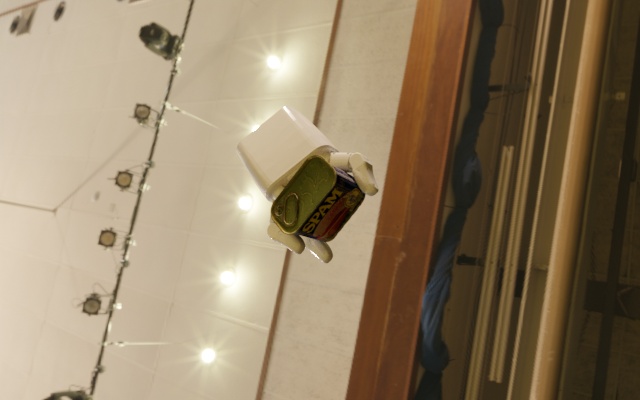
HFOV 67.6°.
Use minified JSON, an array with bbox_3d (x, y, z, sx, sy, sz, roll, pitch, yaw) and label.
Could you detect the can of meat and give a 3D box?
[{"bbox_3d":[0.000,0.002,0.611,0.057,0.102,0.084,47,15,34],"label":"can of meat"}]
